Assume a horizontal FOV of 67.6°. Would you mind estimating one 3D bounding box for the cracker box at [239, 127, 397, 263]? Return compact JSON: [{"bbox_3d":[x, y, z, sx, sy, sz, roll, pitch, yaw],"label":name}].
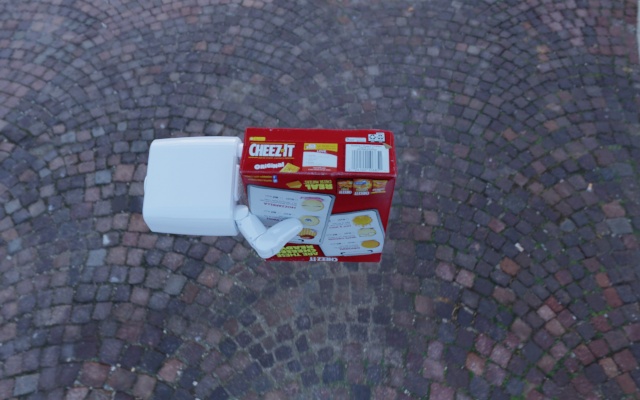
[{"bbox_3d":[0.000,0.002,0.589,0.164,0.072,0.214,1,-31,2],"label":"cracker box"}]
